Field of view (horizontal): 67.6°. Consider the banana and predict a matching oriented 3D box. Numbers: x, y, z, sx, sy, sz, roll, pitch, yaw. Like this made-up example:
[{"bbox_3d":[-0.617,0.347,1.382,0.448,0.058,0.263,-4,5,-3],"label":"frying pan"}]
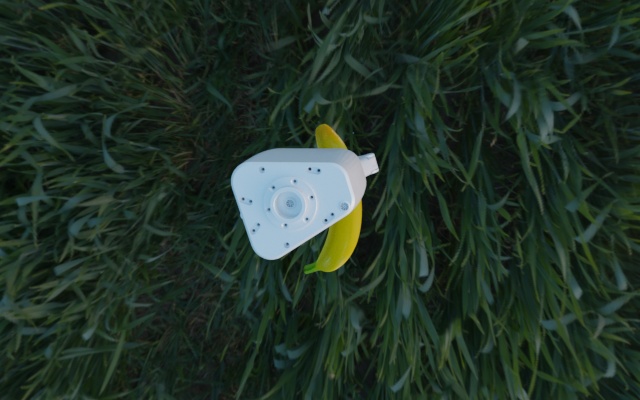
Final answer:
[{"bbox_3d":[0.018,0.008,0.587,0.069,0.198,0.037,9,15,12],"label":"banana"}]
